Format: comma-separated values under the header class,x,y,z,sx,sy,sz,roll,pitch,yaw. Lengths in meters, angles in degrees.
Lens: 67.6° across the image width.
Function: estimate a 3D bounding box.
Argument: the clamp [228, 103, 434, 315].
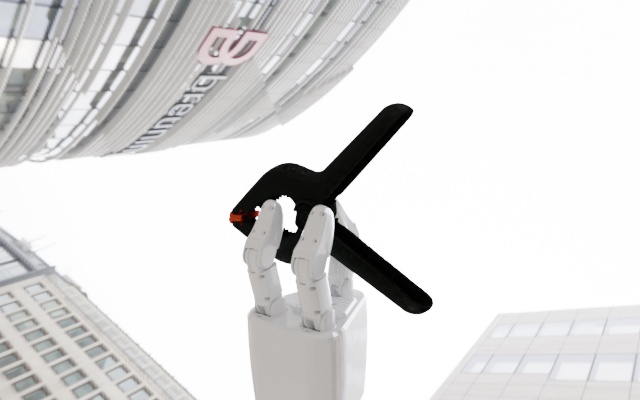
class,x,y,z,sx,sy,sz,roll,pitch,yaw
clamp,0.000,0.001,0.420,0.210,0.164,0.036,6,11,36
